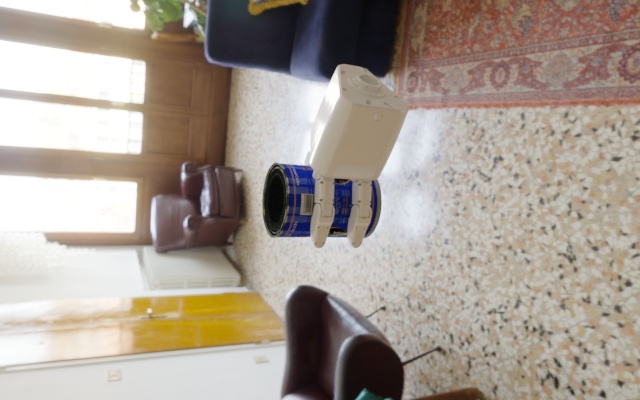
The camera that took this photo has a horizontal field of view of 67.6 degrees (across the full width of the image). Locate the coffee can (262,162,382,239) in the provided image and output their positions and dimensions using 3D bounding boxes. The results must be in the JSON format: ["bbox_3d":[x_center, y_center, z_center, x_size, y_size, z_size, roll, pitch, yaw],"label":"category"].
[{"bbox_3d":[0.000,0.002,0.673,0.140,0.103,0.103,2,-1,-25],"label":"coffee can"}]
